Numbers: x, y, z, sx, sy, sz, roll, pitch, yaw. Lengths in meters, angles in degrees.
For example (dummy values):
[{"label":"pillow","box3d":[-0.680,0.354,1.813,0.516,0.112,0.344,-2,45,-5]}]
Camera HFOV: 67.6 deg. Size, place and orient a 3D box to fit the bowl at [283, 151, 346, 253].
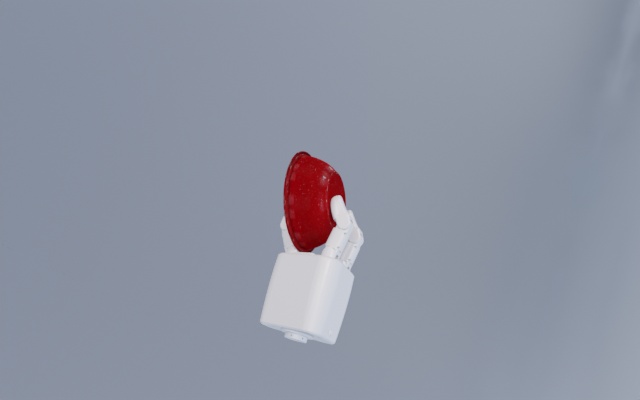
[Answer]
[{"label":"bowl","box3d":[0.001,0.001,0.741,0.055,0.162,0.162,-2,-1,21]}]
